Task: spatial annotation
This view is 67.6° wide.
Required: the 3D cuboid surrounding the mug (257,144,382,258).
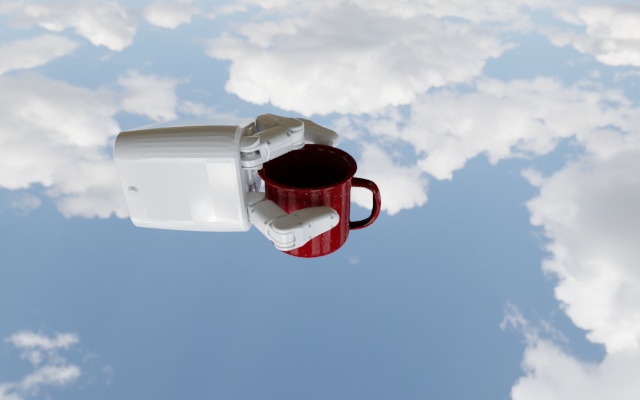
[{"bbox_3d":[0.002,0.002,0.463,0.117,0.081,0.093,2,32,5],"label":"mug"}]
